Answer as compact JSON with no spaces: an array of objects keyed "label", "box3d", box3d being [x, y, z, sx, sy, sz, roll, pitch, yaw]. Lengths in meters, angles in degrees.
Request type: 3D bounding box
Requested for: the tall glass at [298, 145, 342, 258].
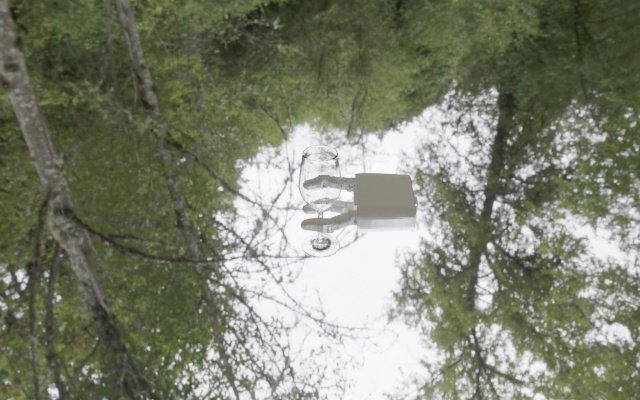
[{"label":"tall glass","box3d":[0.000,0.003,0.867,0.079,0.201,0.079,-1,33,0]}]
